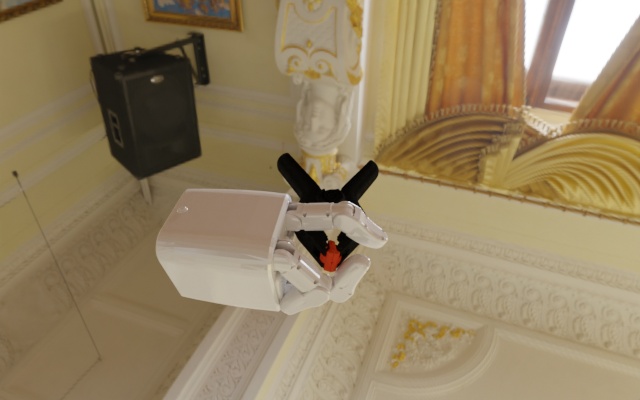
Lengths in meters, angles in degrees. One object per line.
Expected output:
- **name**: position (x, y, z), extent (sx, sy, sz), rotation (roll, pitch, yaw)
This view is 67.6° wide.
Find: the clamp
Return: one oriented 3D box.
- **clamp**: position (0.000, 0.002, 0.520), extent (0.120, 0.039, 0.171), rotation (6, 38, 6)
